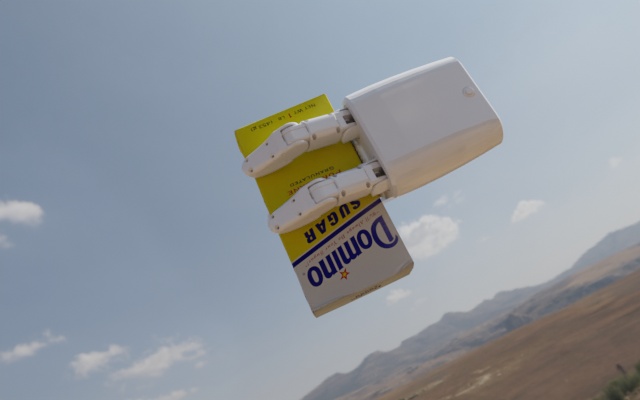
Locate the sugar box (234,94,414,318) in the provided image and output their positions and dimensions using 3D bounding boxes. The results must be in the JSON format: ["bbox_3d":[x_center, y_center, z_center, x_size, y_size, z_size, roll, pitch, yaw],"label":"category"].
[{"bbox_3d":[0.000,0.001,0.418,0.093,0.176,0.048,-25,-20,-6],"label":"sugar box"}]
